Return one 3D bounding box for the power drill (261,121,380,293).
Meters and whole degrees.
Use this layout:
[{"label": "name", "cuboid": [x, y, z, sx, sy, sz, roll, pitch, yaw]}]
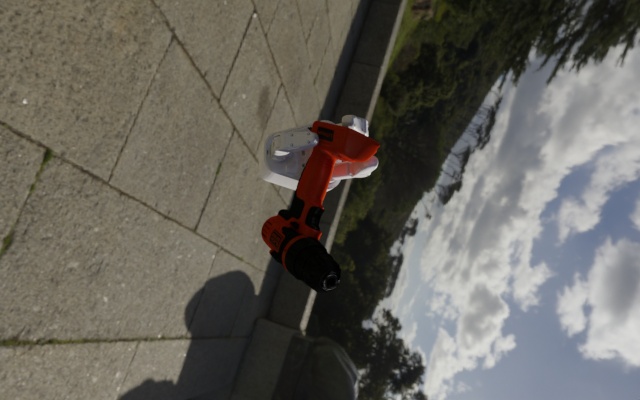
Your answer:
[{"label": "power drill", "cuboid": [0.000, 0.001, 0.583, 0.057, 0.187, 0.184, 23, 4, -31]}]
